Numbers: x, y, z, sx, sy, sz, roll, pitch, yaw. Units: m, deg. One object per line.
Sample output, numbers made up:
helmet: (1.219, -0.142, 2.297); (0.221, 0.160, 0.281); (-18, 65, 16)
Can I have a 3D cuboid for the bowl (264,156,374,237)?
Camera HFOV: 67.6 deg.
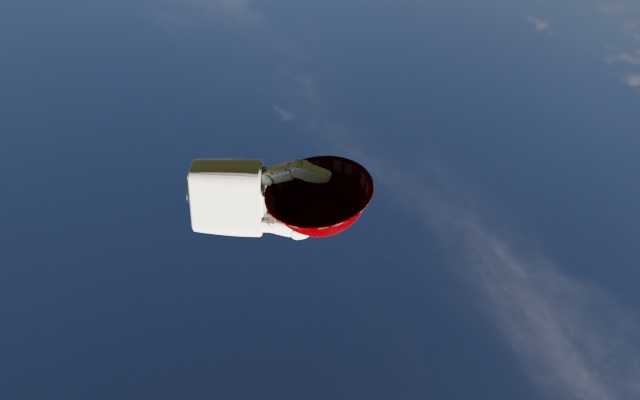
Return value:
bowl: (0.001, 0.003, 0.711); (0.162, 0.055, 0.162); (-6, 42, 5)
